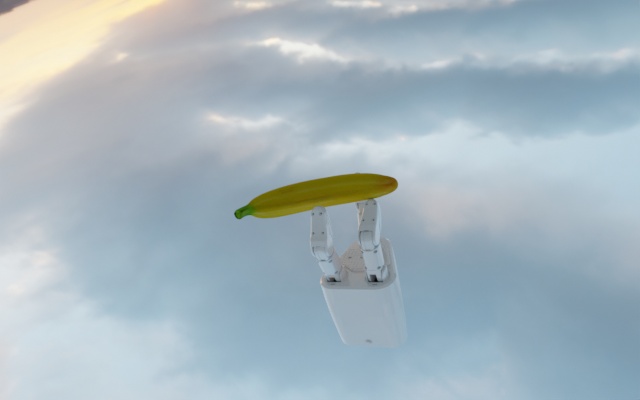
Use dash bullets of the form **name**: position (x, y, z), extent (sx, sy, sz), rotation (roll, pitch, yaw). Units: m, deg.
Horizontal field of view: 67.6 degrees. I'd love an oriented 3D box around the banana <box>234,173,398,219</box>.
- **banana**: position (-0.004, -0.004, 0.595), extent (0.198, 0.037, 0.069), rotation (-13, 21, 1)
